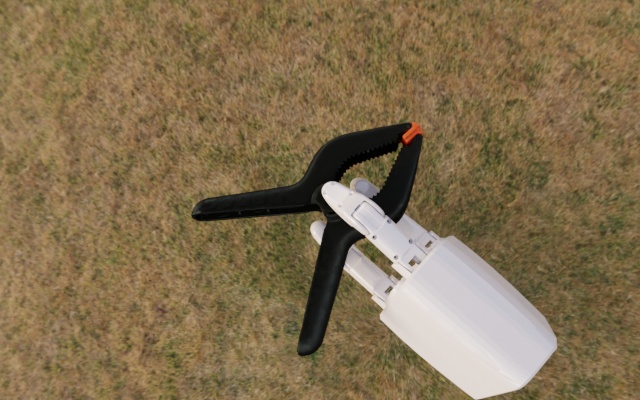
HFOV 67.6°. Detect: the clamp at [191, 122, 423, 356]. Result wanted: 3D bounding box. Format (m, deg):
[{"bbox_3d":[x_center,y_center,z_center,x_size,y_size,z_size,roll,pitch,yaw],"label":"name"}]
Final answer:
[{"bbox_3d":[0.000,0.001,0.414,0.164,0.210,0.036,41,-6,15],"label":"clamp"}]
